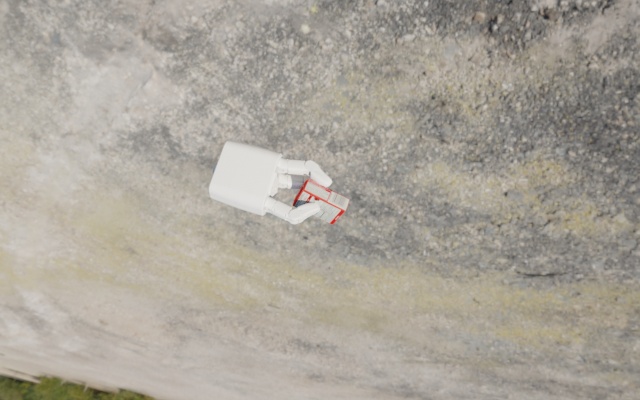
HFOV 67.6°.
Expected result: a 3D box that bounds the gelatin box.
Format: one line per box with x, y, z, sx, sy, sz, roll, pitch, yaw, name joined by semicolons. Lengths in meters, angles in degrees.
0.000;0.003;0.881;0.089;0.030;0.073;26;-29;-6;gelatin box
